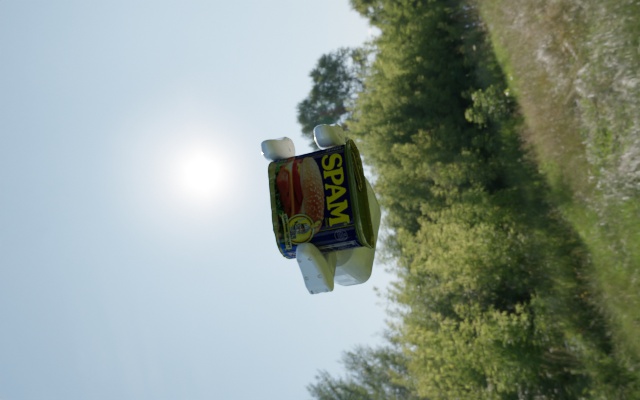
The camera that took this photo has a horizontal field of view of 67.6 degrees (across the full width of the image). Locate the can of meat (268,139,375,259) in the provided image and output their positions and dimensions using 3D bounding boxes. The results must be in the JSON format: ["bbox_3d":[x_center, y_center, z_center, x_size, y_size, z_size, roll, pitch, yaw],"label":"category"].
[{"bbox_3d":[0.000,0.002,0.455,0.084,0.102,0.057,-12,-19,14],"label":"can of meat"}]
